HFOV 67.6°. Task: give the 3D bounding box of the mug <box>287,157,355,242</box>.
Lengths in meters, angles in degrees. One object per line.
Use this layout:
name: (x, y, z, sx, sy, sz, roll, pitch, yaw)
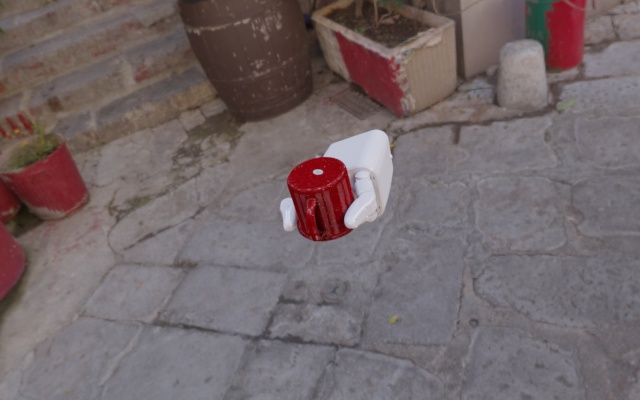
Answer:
mug: (0.000, 0.003, 0.634, 0.093, 0.082, 0.117, -2, 38, 20)
